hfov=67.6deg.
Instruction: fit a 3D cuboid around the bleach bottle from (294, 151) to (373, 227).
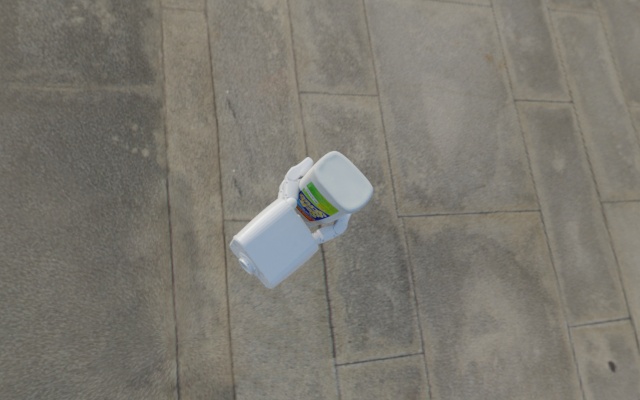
[{"bbox_3d":[0.000,0.003,0.842,0.068,0.102,0.251,-42,-1,-23],"label":"bleach bottle"}]
